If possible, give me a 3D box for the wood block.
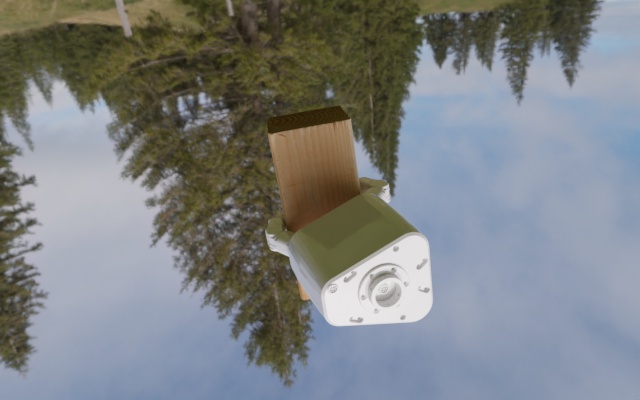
[{"bbox_3d":[0.000,0.002,0.572,0.091,0.206,0.090,-10,22,-3],"label":"wood block"}]
